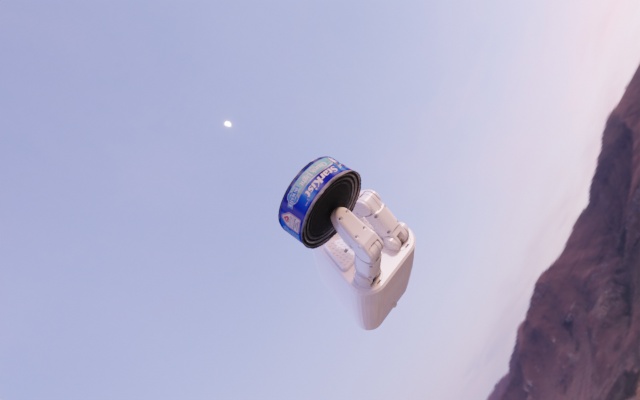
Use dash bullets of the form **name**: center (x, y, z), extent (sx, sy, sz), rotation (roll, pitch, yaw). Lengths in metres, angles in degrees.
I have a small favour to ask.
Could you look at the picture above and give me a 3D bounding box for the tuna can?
- **tuna can**: center (0.000, 0.001, 0.457), extent (0.033, 0.086, 0.086), rotation (34, 16, 25)
